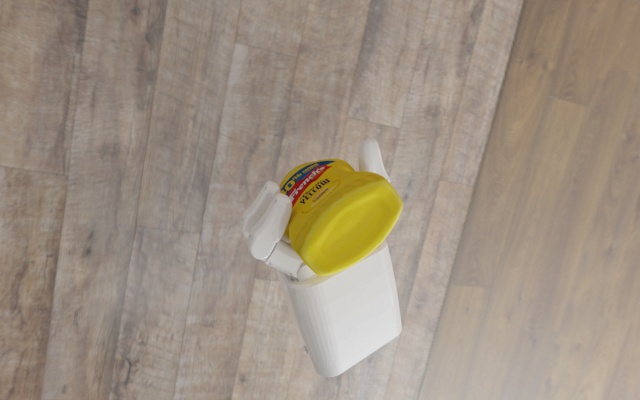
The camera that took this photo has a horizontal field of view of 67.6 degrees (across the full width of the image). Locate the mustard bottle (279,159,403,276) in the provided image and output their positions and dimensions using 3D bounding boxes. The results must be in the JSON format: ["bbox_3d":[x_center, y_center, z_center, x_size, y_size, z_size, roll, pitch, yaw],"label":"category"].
[{"bbox_3d":[0.000,0.001,0.470,0.096,0.058,0.191,-42,21,-4],"label":"mustard bottle"}]
